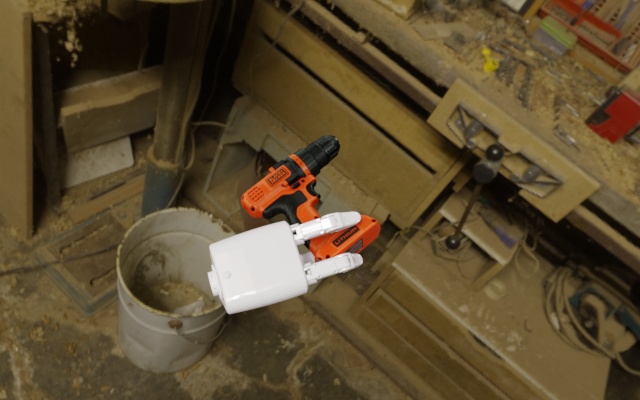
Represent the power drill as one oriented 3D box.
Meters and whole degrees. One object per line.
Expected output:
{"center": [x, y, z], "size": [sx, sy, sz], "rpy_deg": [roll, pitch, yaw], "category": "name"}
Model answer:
{"center": [0.000, 0.003, 0.718], "size": [0.184, 0.187, 0.057], "rpy_deg": [-39, -27, -12], "category": "power drill"}
